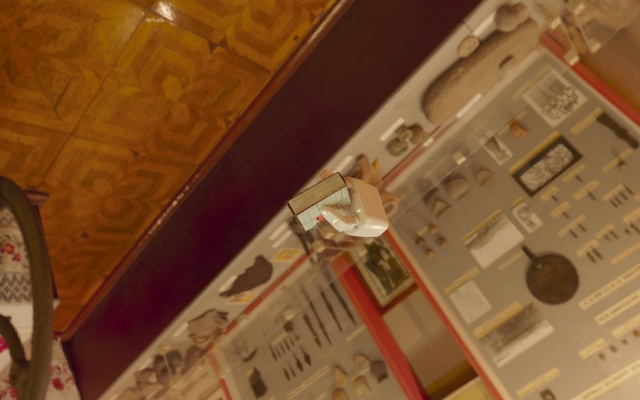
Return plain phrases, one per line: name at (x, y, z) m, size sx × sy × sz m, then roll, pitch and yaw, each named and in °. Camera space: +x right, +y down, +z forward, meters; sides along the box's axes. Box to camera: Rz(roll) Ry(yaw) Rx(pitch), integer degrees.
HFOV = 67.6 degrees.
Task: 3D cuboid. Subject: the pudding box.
pudding box at (0.000, 0.003, 0.893) m, size 0.113 × 0.039 × 0.090 m, roll -32°, pitch -25°, yaw -4°
